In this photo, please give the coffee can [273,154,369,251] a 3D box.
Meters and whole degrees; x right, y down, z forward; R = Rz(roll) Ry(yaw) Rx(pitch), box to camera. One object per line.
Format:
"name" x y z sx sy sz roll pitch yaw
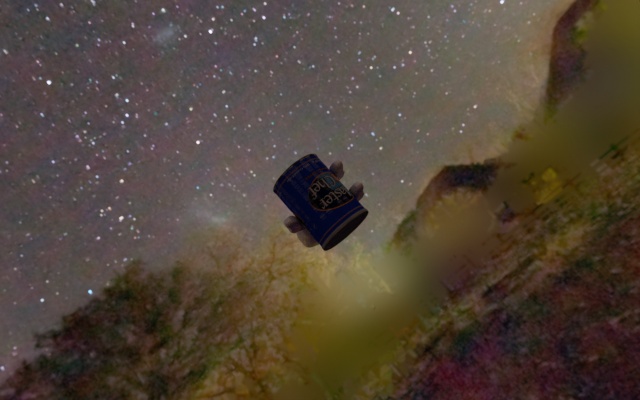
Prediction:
"coffee can" 0.000 0.003 0.838 0.103 0.140 0.103 -39 -14 -12
